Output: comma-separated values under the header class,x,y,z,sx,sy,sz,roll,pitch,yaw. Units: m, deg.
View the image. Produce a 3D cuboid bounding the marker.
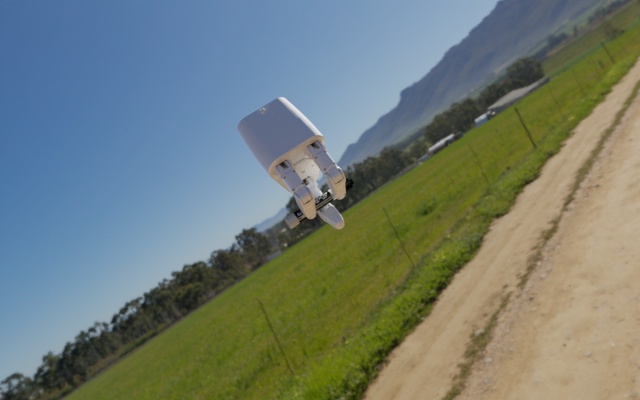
class,x,y,z,sx,sy,sz,roll,pitch,yaw
marker,0.000,0.002,0.728,0.121,0.020,0.020,-33,8,-12
